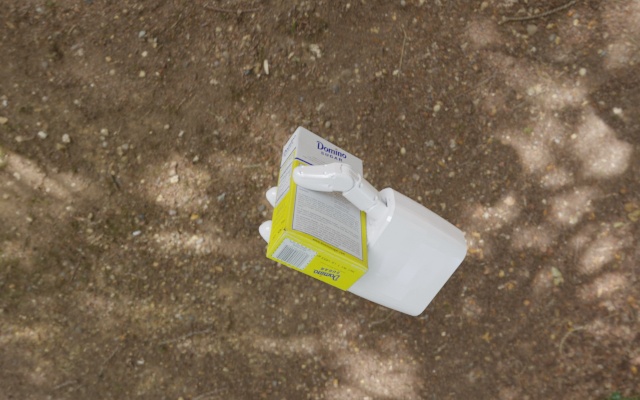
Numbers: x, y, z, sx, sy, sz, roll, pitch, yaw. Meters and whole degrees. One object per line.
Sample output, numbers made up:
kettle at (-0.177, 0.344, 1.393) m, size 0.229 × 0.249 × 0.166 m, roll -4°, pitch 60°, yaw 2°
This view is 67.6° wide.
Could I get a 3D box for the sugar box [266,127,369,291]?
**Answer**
sugar box at (0.000, 0.002, 0.510) m, size 0.093 × 0.048 × 0.176 m, roll 27°, pitch 34°, yaw -19°
